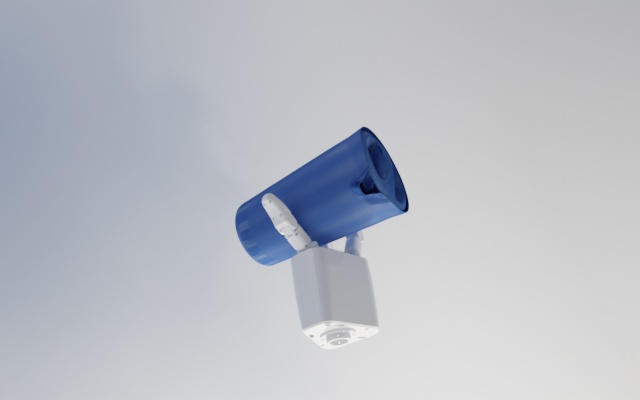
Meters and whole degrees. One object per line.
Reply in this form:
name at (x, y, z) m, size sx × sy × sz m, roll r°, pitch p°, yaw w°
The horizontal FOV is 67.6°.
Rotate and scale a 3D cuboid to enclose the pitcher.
pitcher at (0.000, 0.002, 0.712) m, size 0.243 × 0.145 × 0.149 m, roll -27°, pitch -37°, yaw 23°
